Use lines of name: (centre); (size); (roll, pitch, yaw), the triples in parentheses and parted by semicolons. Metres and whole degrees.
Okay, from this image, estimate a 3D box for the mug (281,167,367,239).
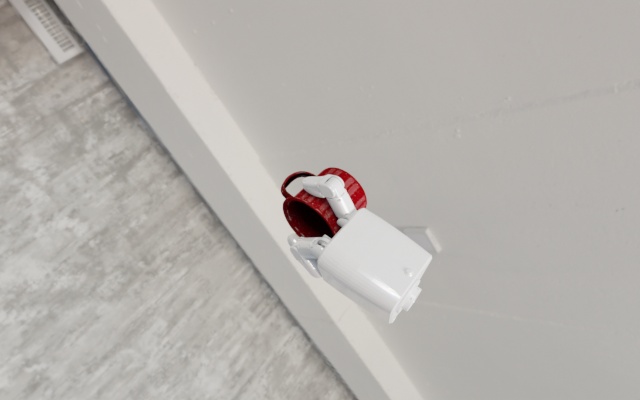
mug: (-0.001, 0.001, 0.653); (0.117, 0.081, 0.093); (36, -31, 16)
